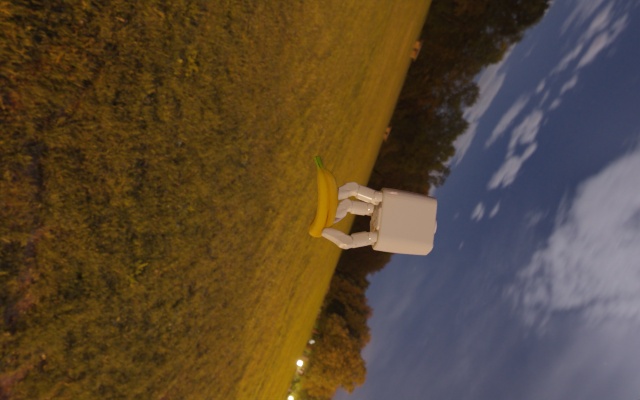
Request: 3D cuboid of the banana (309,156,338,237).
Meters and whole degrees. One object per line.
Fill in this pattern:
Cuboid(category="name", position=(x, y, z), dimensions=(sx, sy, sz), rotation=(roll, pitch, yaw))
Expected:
Cuboid(category="banana", position=(0.006, 0.013, 0.884), dimensions=(0.037, 0.198, 0.069), rotation=(-7, 44, -16))
